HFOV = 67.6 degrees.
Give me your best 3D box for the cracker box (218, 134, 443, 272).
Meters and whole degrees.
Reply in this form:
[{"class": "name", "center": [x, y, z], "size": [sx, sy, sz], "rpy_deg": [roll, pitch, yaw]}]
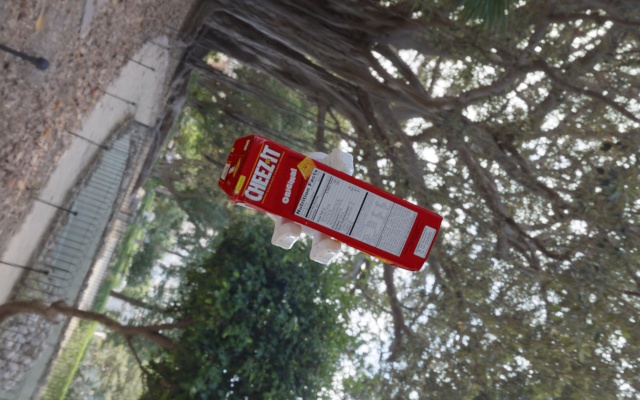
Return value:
[{"class": "cracker box", "center": [0.000, 0.002, 0.534], "size": [0.214, 0.072, 0.164], "rpy_deg": [22, -1, -16]}]
